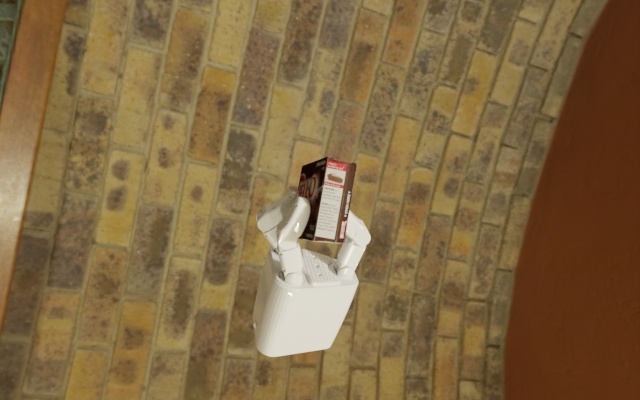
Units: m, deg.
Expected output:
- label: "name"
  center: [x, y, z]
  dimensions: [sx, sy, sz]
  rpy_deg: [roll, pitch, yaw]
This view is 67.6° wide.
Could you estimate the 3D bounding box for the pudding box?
- label: "pudding box"
  center: [0.000, 0.002, 0.543]
  dimensions: [0.039, 0.090, 0.113]
  rpy_deg: [10, -4, -18]
